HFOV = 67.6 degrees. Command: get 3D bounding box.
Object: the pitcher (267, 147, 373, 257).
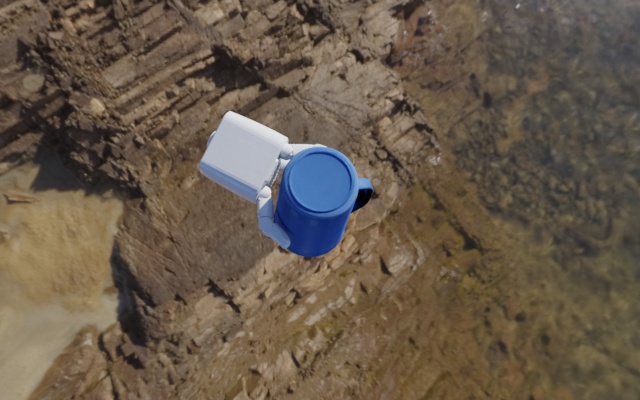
[{"bbox_3d":[0.000,0.002,0.766,0.145,0.149,0.243,27,-16,2],"label":"pitcher"}]
